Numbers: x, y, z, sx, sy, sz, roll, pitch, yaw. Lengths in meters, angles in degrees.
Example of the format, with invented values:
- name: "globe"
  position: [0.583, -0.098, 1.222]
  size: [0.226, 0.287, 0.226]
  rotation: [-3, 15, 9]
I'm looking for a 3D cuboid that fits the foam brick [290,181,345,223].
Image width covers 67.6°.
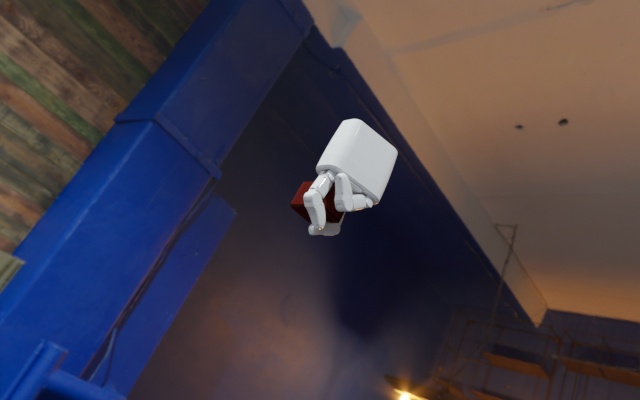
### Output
- name: "foam brick"
  position: [0.000, 0.003, 0.797]
  size: [0.078, 0.051, 0.053]
  rotation: [-1, -36, 46]
